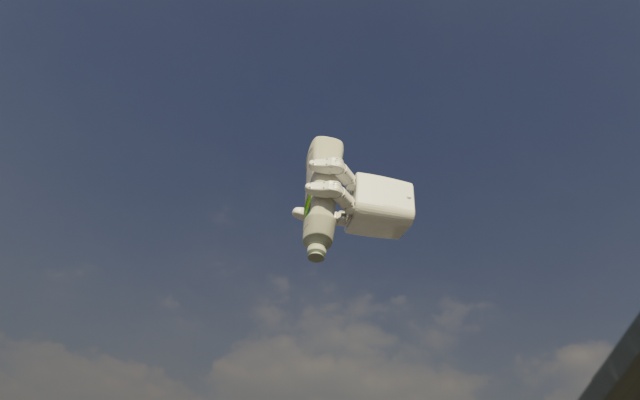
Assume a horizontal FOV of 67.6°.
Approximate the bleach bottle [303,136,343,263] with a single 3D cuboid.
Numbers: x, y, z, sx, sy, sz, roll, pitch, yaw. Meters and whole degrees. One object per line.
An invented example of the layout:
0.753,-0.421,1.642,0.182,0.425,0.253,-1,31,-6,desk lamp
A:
0.000,0.003,0.857,0.068,0.250,0.103,10,-40,-5,bleach bottle
